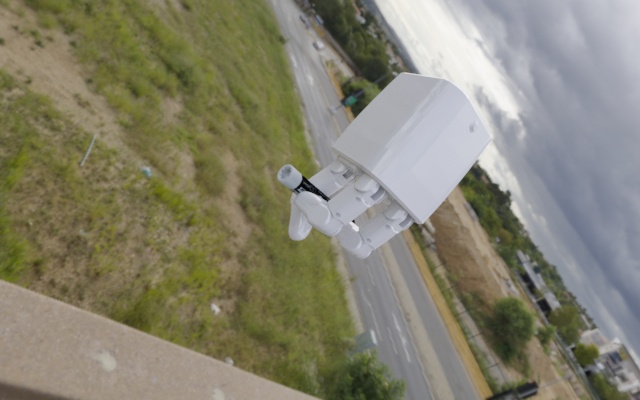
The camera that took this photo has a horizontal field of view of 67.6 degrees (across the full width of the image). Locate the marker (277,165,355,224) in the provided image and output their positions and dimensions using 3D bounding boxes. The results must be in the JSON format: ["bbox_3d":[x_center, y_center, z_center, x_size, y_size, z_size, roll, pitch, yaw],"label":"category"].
[{"bbox_3d":[0.000,0.002,0.486,0.020,0.020,0.121,0,-27,38],"label":"marker"}]
